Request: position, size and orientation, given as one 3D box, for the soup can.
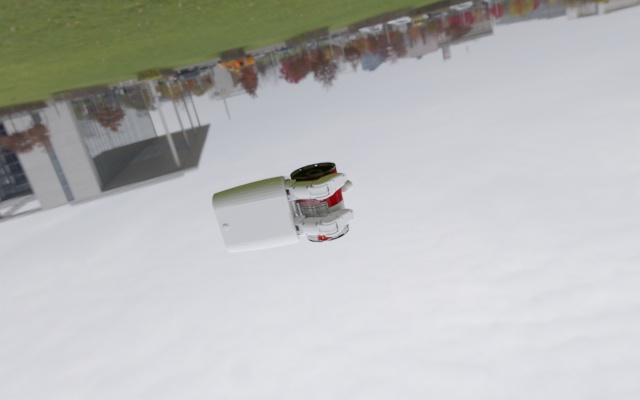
[{"bbox_3d":[0.001,0.002,0.701,0.068,0.102,0.068,-12,18,4],"label":"soup can"}]
